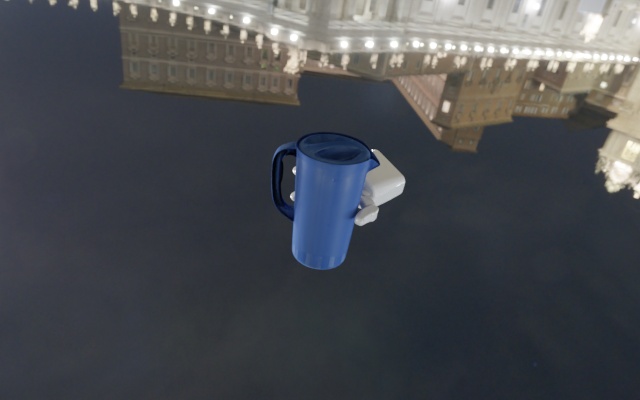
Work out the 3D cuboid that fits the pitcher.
[{"bbox_3d":[0.000,0.003,0.886,0.145,0.243,0.149,-20,41,-39],"label":"pitcher"}]
